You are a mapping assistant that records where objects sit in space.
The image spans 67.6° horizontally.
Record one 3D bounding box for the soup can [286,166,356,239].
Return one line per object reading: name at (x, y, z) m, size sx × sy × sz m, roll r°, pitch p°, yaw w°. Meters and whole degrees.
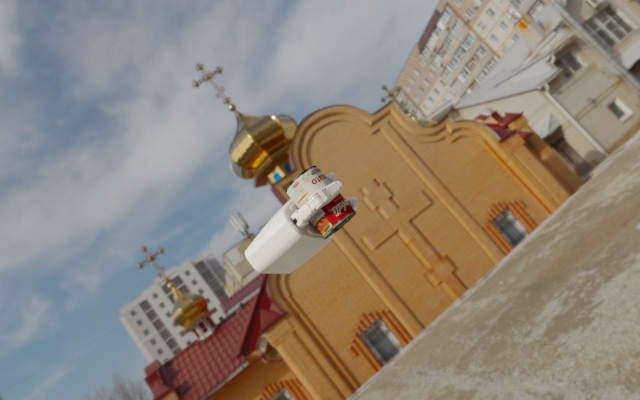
soup can at (0.000, 0.002, 0.775) m, size 0.068 × 0.102 × 0.068 m, roll -38°, pitch -10°, yaw -8°
